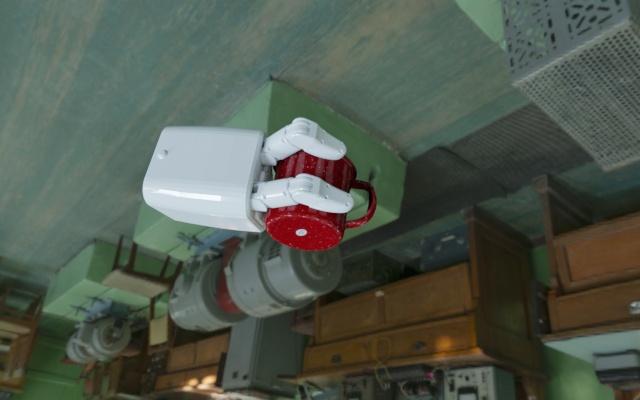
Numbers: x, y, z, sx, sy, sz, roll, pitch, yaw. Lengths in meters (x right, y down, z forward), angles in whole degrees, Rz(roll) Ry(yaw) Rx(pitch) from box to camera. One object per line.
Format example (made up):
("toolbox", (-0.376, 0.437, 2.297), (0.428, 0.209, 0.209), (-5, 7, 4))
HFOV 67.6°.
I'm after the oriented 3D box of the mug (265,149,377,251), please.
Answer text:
("mug", (0.001, 0.002, 0.501), (0.117, 0.081, 0.093), (5, -30, 6))
